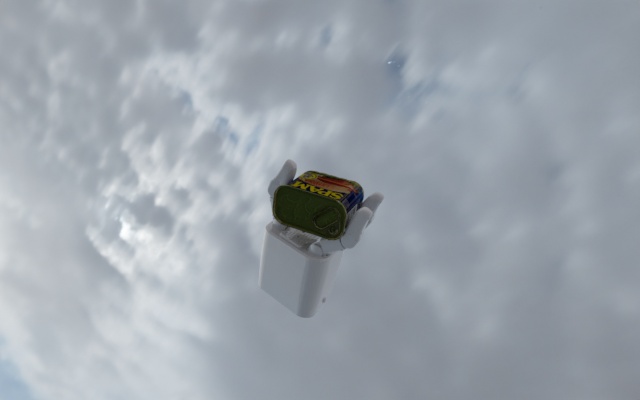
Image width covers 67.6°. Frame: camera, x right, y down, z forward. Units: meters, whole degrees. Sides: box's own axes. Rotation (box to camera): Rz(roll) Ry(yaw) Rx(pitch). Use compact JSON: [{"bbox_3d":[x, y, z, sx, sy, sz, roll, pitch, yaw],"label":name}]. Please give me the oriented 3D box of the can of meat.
[{"bbox_3d":[0.000,0.002,0.645,0.102,0.057,0.084,17,26,18],"label":"can of meat"}]
